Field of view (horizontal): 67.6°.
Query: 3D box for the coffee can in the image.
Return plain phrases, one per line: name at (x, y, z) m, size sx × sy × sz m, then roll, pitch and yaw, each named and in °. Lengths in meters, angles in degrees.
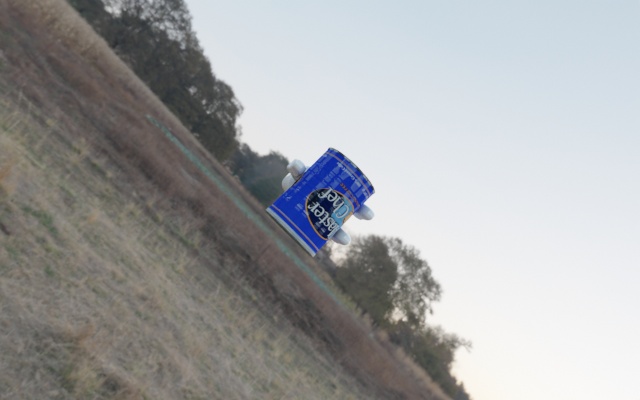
coffee can at (0.000, 0.002, 0.740) m, size 0.103 × 0.140 × 0.103 m, roll 44°, pitch -7°, yaw 7°
